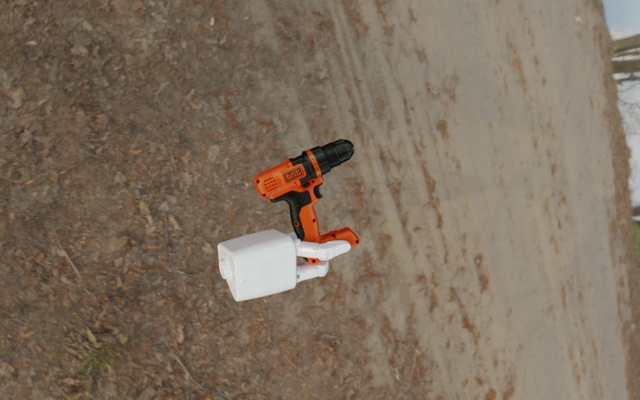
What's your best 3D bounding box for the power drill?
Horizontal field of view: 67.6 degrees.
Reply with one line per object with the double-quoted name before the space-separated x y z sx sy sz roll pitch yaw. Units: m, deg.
"power drill" 0.000 0.003 0.838 0.184 0.188 0.057 -24 9 -4
